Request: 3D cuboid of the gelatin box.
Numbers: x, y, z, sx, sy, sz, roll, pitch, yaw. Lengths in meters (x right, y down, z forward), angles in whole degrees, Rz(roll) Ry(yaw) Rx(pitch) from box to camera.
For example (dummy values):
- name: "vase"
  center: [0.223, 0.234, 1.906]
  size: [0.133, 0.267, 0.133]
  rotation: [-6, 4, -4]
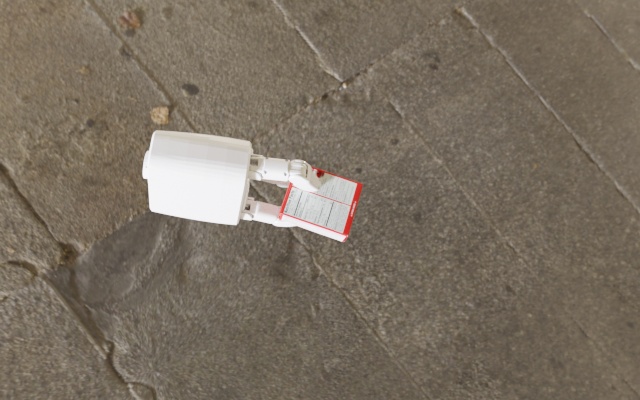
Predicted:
- name: "gelatin box"
  center: [0.000, 0.002, 0.593]
  size: [0.089, 0.073, 0.030]
  rotation: [19, -22, -3]
